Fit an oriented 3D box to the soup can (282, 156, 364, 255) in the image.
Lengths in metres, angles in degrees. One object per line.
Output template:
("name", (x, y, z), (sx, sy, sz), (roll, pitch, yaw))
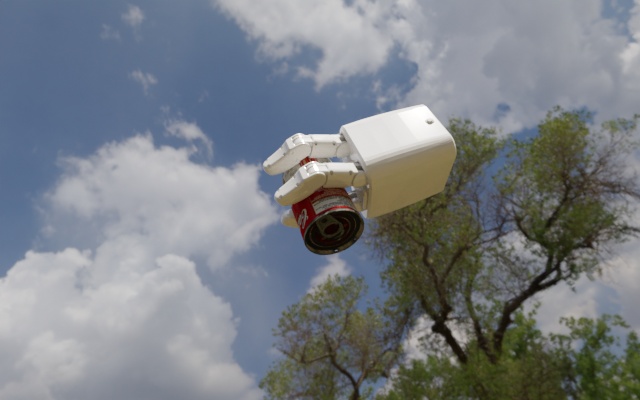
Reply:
("soup can", (0.000, 0.002, 0.543), (0.068, 0.068, 0.102), (0, 42, -23))
